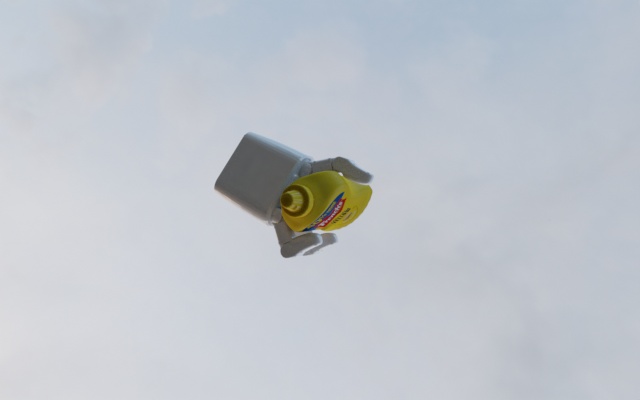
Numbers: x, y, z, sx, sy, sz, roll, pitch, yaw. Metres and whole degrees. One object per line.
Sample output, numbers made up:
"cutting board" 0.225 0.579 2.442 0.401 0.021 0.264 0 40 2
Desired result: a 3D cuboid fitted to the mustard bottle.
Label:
"mustard bottle" 0.000 0.002 0.647 0.096 0.058 0.191 -43 -19 18
